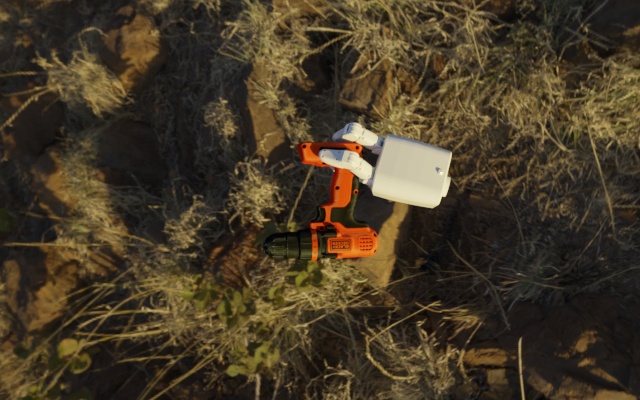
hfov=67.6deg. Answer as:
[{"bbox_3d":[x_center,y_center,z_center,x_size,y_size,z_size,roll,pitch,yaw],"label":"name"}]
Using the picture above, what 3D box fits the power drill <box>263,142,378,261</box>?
[{"bbox_3d":[0.000,0.002,0.761,0.184,0.187,0.057,-1,3,-12],"label":"power drill"}]
